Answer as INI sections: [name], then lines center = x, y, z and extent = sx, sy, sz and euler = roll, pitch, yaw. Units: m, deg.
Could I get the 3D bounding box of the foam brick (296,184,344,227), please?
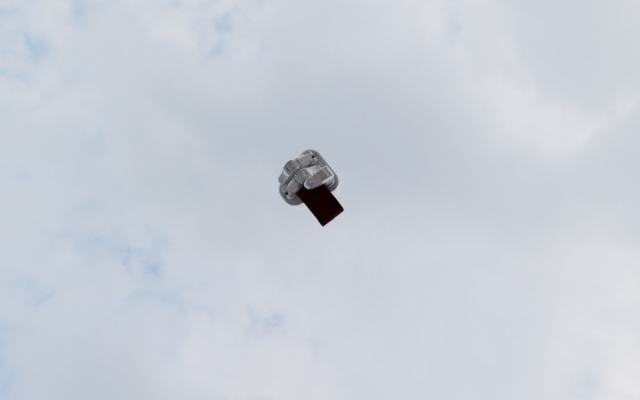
[foam brick]
center = 0.000, 0.003, 0.882
extent = 0.053, 0.078, 0.051
euler = -38, -10, -1
